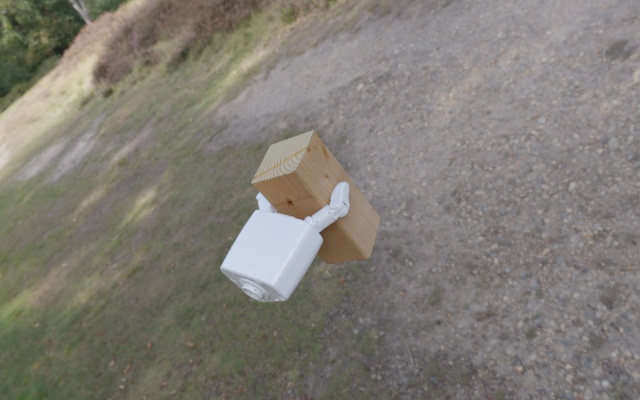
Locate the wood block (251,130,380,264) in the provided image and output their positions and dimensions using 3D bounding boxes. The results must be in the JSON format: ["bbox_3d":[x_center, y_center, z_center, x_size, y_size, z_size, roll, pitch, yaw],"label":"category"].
[{"bbox_3d":[0.000,0.003,0.757,0.091,0.090,0.206,-13,-49,36],"label":"wood block"}]
